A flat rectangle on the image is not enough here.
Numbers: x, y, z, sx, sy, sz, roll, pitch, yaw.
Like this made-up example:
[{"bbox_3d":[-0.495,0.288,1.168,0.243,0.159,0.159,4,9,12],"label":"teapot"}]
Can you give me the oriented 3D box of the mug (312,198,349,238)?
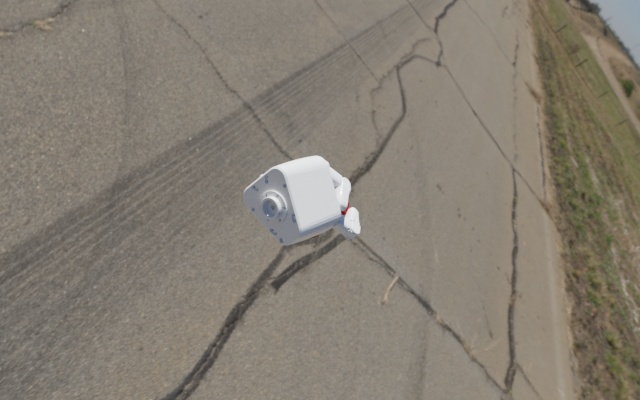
[{"bbox_3d":[0.001,0.002,0.818,0.081,0.093,0.117,-34,-6,34],"label":"mug"}]
